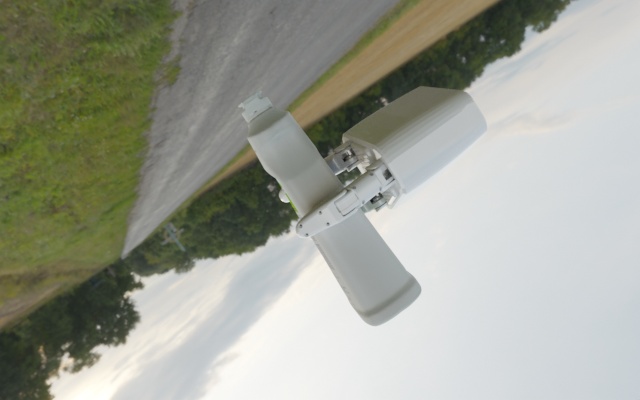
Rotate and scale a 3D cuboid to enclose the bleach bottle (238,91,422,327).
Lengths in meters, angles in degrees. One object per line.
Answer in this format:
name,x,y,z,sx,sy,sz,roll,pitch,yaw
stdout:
bleach bottle,0.000,0.002,0.484,0.068,0.251,0.102,-35,7,-7
